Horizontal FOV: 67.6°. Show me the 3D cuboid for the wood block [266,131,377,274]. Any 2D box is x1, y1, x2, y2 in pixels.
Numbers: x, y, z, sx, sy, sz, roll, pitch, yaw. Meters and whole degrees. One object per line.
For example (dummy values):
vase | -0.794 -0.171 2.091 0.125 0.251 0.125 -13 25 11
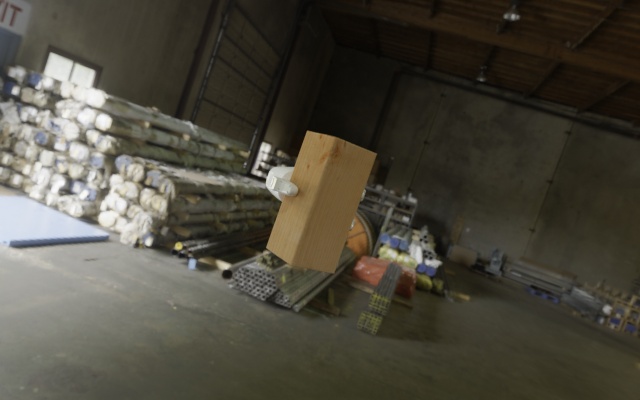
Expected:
wood block | 0.000 0.002 0.776 0.091 0.206 0.090 17 4 -36
